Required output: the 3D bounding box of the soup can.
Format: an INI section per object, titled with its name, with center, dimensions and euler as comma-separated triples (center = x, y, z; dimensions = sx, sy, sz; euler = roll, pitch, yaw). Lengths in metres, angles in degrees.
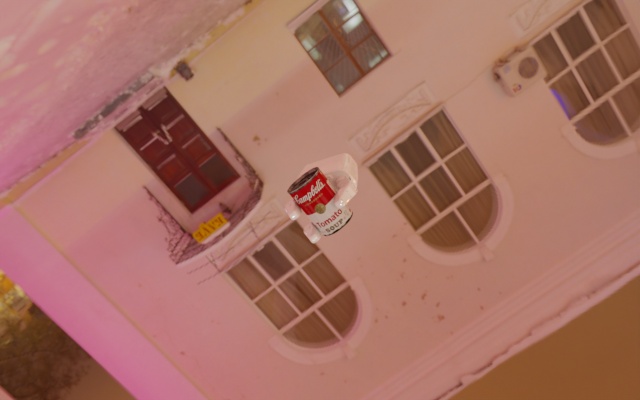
[soup can]
center = 0.000, 0.003, 0.823
dimensions = 0.068, 0.102, 0.068
euler = -35, 16, 11
